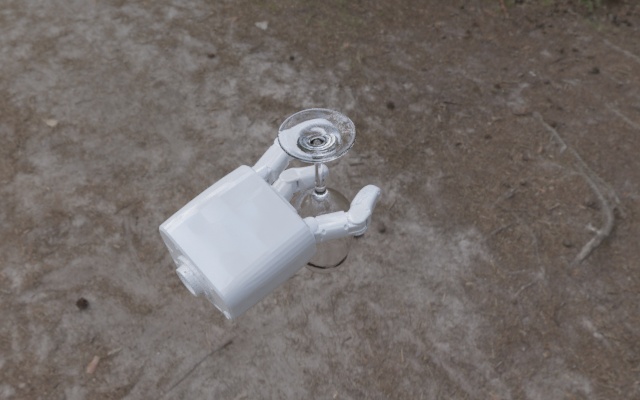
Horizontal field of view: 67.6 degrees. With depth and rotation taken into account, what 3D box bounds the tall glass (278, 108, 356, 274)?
[{"bbox_3d":[0.000,0.001,0.523,0.079,0.079,0.201,0,-40,3],"label":"tall glass"}]
